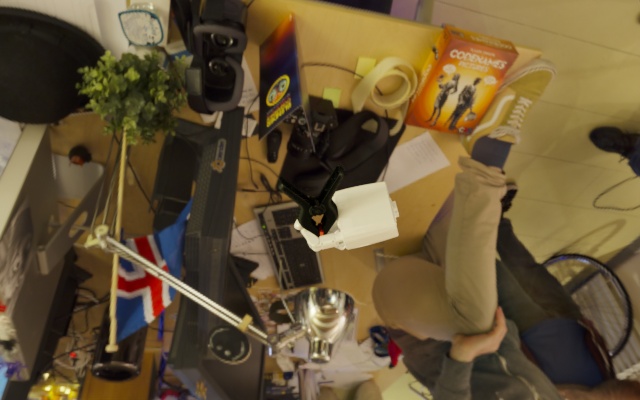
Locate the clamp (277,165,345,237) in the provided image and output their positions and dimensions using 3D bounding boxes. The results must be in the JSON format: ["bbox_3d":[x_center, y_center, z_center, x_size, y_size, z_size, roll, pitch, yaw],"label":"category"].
[{"bbox_3d":[0.000,0.003,0.887,0.120,0.039,0.172,-14,-42,8],"label":"clamp"}]
